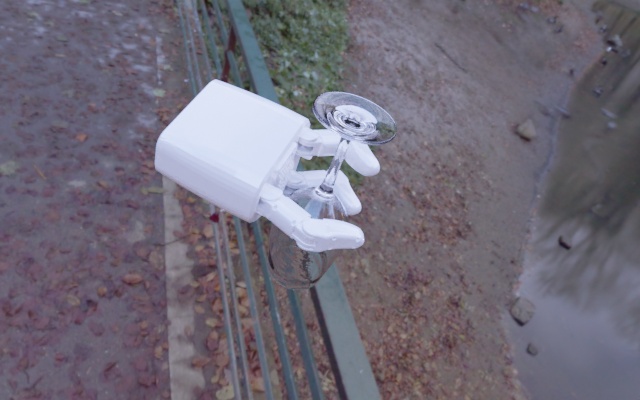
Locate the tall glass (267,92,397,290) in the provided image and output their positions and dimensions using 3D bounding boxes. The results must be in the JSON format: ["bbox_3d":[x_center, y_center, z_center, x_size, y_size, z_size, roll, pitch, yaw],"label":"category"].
[{"bbox_3d":[0.000,0.001,0.459,0.079,0.201,0.079,13,40,-11],"label":"tall glass"}]
